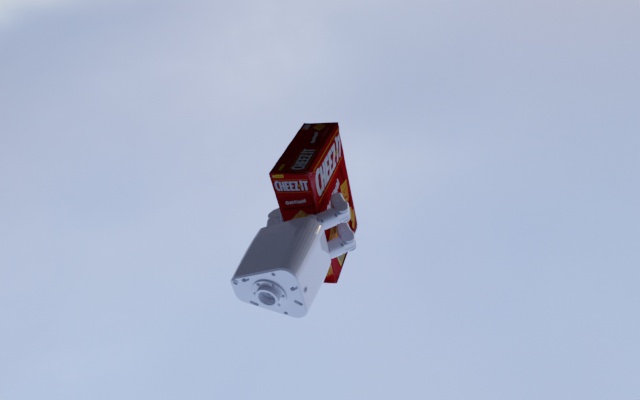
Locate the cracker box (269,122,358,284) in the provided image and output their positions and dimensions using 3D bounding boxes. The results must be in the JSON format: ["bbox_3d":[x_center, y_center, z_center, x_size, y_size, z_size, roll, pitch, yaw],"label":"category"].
[{"bbox_3d":[0.000,0.003,0.782,0.072,0.214,0.164,0,35,20],"label":"cracker box"}]
